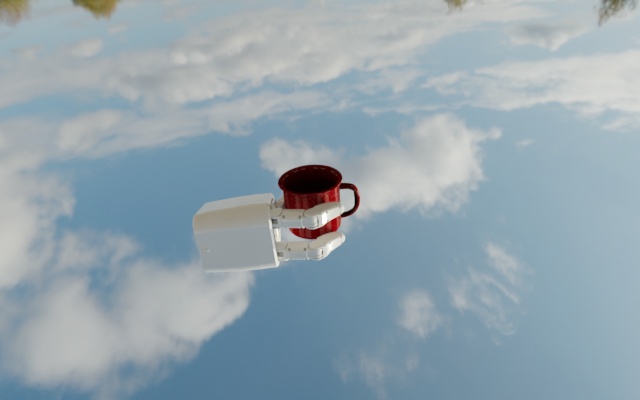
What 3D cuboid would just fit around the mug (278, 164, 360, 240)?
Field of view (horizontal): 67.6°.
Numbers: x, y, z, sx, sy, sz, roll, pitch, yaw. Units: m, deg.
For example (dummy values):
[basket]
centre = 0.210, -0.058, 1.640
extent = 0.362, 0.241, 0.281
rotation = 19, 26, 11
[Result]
[mug]
centre = 0.002, 0.002, 0.705
extent = 0.117, 0.081, 0.093
rotation = -5, 31, 0
